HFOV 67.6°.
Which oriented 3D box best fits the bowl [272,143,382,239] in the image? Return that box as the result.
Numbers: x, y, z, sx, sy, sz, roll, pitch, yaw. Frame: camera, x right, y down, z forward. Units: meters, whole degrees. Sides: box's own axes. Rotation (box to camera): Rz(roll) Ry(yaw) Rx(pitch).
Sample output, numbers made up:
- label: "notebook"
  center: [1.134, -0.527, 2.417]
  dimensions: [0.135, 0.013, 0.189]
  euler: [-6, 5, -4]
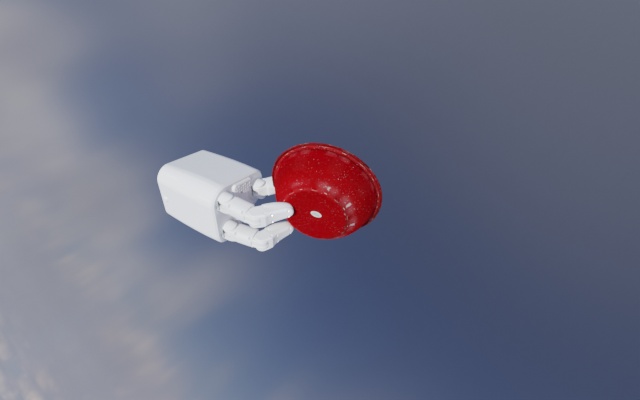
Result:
- label: "bowl"
  center: [0.001, 0.002, 0.652]
  dimensions: [0.162, 0.162, 0.055]
  euler: [0, 42, 23]
